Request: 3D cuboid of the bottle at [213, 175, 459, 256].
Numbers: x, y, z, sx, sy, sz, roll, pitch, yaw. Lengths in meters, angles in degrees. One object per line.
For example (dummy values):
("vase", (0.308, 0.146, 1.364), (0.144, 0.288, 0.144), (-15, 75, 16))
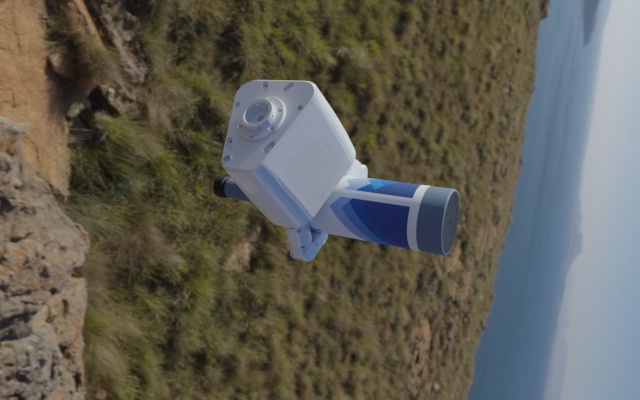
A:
("bottle", (0.000, 0.002, 0.538), (0.295, 0.069, 0.069), (9, 4, 28))
